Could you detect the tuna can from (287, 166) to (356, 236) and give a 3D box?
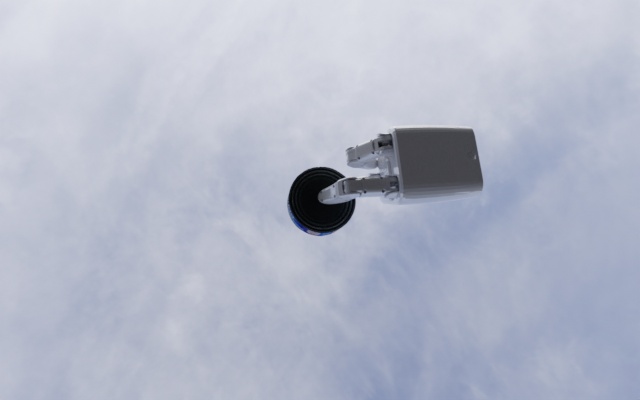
[{"bbox_3d":[0.000,0.002,0.613,0.086,0.086,0.034,0,-13,-9],"label":"tuna can"}]
